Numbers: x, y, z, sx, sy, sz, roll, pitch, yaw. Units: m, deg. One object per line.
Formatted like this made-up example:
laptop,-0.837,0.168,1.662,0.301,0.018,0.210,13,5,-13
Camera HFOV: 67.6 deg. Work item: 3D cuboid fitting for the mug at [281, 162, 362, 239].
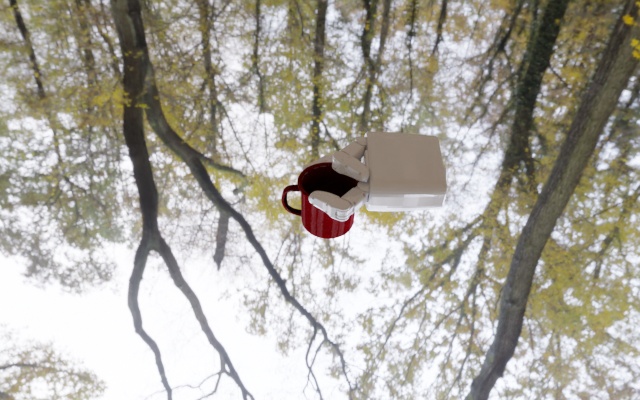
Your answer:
mug,-0.001,0.003,0.711,0.117,0.082,0.093,1,41,-1
